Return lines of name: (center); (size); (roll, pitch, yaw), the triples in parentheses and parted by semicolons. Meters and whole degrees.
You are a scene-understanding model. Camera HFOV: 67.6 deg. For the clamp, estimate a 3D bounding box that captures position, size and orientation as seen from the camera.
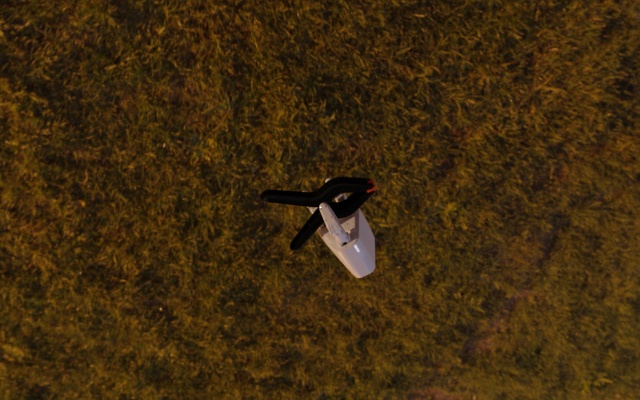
clamp: (0.001, 0.003, 0.899); (0.210, 0.036, 0.165); (-27, -47, 8)
